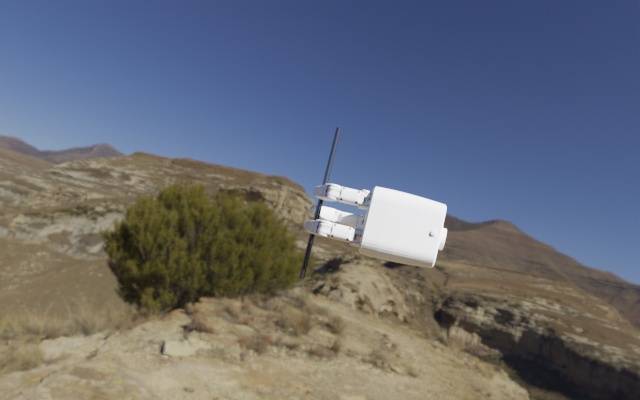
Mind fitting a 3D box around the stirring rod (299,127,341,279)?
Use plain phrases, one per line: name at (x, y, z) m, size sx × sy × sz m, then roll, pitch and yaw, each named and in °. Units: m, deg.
stirring rod at (0.000, 0.003, 0.735) m, size 0.011 × 0.239 × 0.011 m, roll 14°, pitch -7°, yaw 2°
